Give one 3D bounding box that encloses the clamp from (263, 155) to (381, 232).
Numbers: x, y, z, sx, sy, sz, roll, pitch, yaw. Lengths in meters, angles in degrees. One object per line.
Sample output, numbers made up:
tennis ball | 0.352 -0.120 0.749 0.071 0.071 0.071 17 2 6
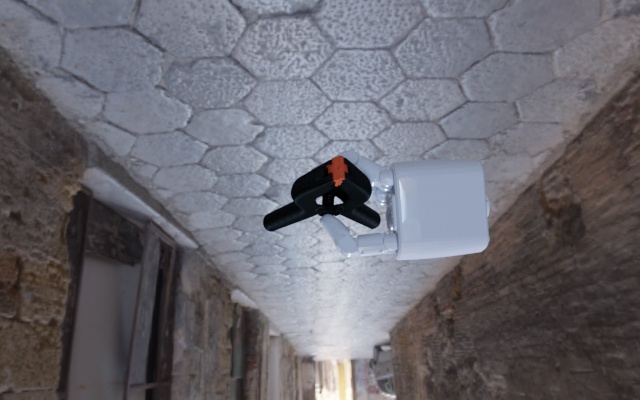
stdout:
clamp | 0.000 0.003 0.589 0.164 0.036 0.210 -4 -19 0
